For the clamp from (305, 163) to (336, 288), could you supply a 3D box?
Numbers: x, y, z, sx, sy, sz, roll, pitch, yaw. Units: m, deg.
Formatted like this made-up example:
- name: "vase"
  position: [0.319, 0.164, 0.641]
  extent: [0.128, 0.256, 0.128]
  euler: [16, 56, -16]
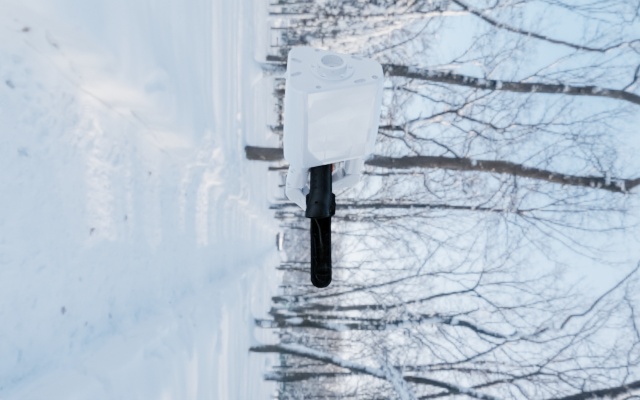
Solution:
- name: "clamp"
  position: [0.001, 0.002, 0.561]
  extent: [0.039, 0.171, 0.120]
  euler: [1, -42, -3]
